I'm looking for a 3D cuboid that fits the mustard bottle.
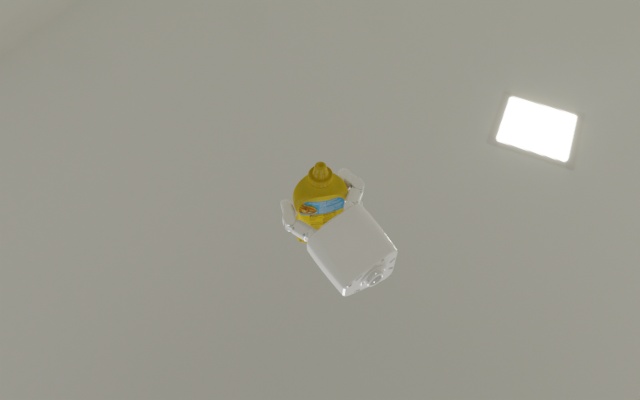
[{"bbox_3d":[0.000,0.003,0.837,0.096,0.058,0.192,-8,-37,-6],"label":"mustard bottle"}]
